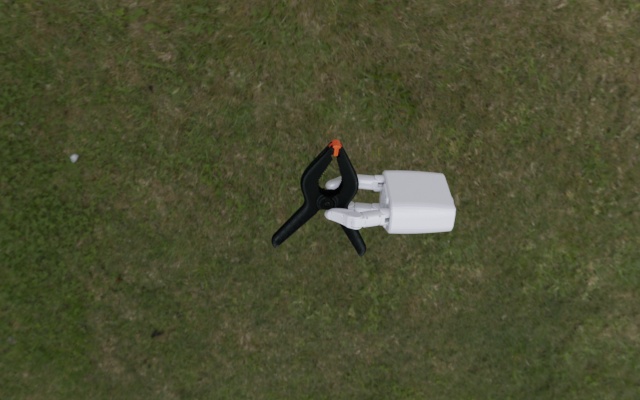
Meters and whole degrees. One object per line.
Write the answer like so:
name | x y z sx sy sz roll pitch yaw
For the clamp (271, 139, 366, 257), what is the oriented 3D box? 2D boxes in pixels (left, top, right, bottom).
clamp | 0.000 0.002 0.786 0.164 0.210 0.036 0 28 -4
